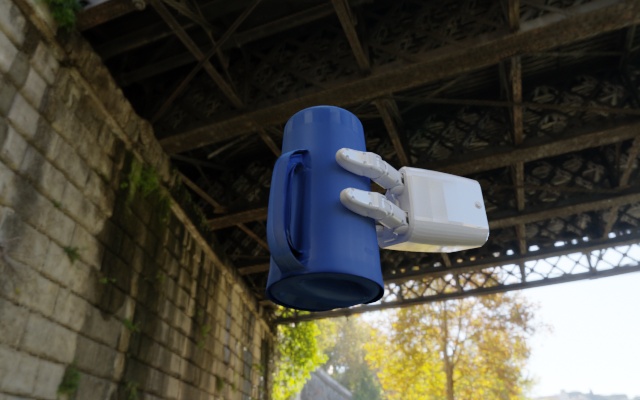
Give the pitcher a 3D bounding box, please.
[{"bbox_3d":[0.000,0.002,0.582,0.145,0.242,0.149,7,-30,-13],"label":"pitcher"}]
